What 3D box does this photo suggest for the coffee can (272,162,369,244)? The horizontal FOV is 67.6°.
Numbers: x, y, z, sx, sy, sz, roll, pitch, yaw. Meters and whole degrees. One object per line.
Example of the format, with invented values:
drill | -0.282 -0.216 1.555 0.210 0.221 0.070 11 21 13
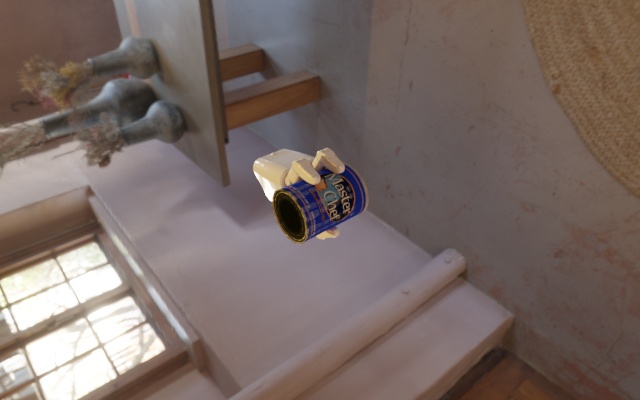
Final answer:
coffee can | 0.000 0.003 0.849 0.140 0.103 0.103 -25 13 -31
